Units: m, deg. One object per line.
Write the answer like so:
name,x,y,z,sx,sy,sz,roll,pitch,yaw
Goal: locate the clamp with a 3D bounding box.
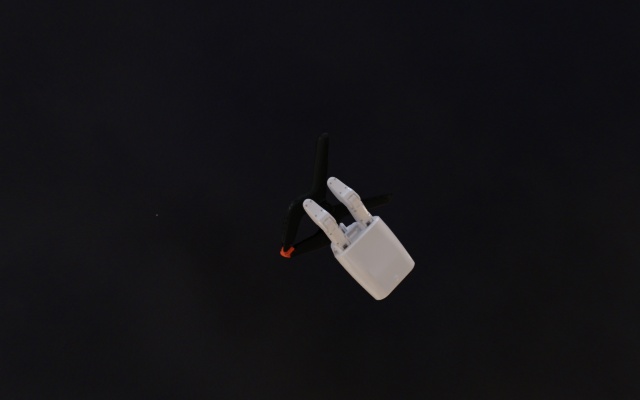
clamp,0.000,0.003,0.790,0.210,0.164,0.036,-44,8,-15
